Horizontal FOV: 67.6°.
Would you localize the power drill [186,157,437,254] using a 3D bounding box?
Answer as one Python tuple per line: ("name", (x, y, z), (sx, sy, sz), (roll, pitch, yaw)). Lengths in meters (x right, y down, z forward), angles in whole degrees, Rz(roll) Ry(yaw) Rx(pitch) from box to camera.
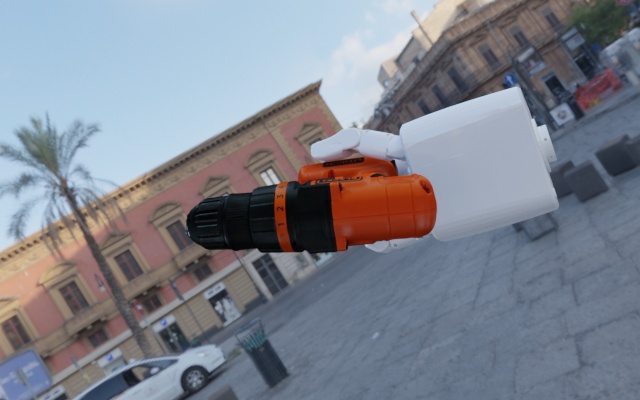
("power drill", (0.000, 0.001, 0.415), (0.184, 0.057, 0.187), (-4, 10, 9))
